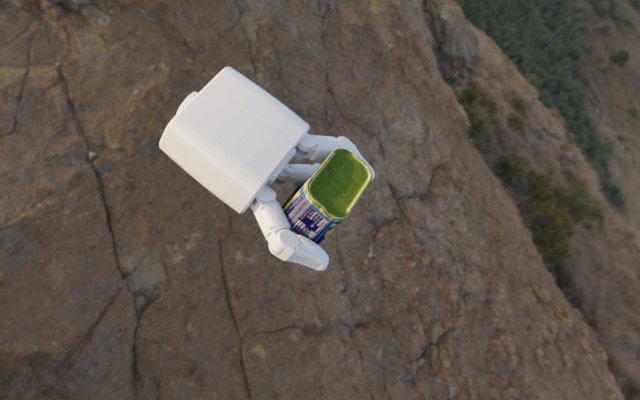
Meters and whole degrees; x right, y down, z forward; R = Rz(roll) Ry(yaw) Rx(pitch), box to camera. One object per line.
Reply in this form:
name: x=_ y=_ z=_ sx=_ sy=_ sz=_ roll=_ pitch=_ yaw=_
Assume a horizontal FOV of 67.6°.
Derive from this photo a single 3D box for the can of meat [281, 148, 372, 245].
can of meat: x=0.000 y=0.002 z=0.498 sx=0.084 sy=0.057 sz=0.102 roll=-47 pitch=5 yaw=44
